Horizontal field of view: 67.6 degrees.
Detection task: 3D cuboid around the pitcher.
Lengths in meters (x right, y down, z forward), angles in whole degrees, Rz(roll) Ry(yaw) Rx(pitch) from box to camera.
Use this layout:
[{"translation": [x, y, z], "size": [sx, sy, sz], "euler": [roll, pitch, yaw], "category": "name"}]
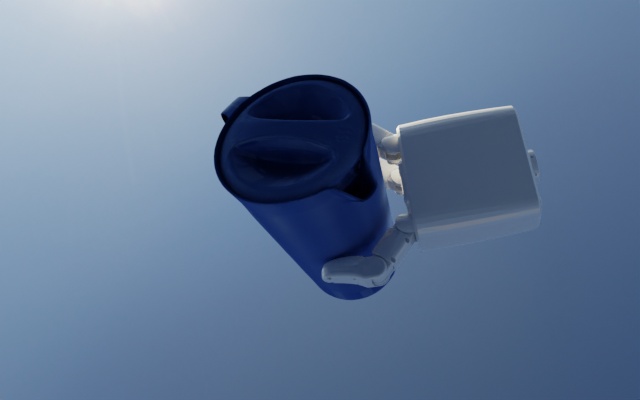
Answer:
[{"translation": [0.000, 0.002, 0.478], "size": [0.145, 0.149, 0.243], "euler": [-11, -35, 12], "category": "pitcher"}]
